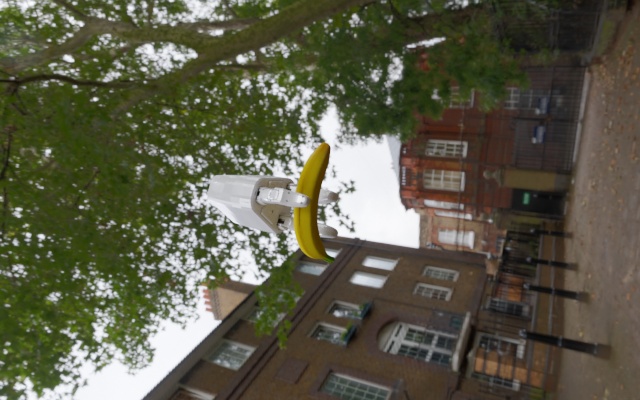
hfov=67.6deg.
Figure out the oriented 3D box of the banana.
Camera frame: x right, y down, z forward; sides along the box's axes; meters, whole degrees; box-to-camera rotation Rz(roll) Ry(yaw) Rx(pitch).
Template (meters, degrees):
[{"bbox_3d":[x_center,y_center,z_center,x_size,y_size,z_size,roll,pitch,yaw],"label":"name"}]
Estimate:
[{"bbox_3d":[-0.012,0.009,0.754,0.037,0.198,0.069,9,15,42],"label":"banana"}]
